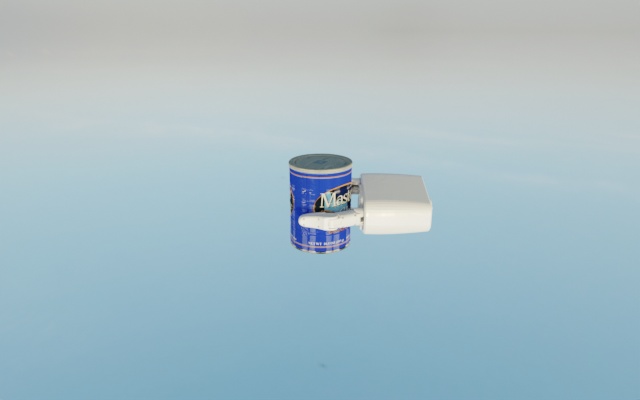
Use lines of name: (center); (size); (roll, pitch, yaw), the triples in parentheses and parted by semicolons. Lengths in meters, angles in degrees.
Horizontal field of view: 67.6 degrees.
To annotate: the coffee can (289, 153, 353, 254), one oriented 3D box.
coffee can: (0.000, 0.002, 0.786); (0.103, 0.140, 0.102); (0, 20, 0)
